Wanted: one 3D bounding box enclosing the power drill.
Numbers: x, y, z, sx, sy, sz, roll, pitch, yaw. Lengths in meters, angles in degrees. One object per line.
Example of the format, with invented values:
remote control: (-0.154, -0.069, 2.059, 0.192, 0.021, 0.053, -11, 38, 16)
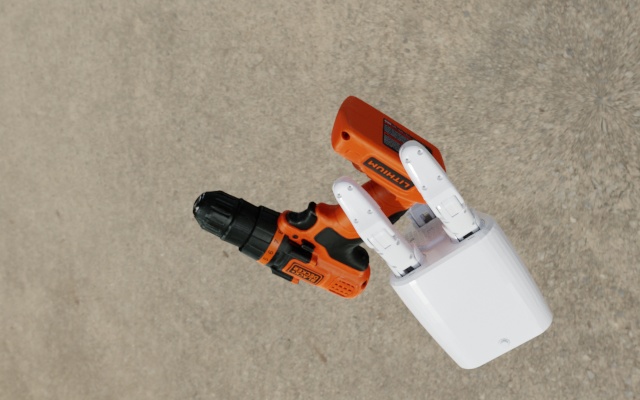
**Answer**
power drill: (0.001, 0.001, 0.417, 0.184, 0.057, 0.188, 26, -48, -18)
